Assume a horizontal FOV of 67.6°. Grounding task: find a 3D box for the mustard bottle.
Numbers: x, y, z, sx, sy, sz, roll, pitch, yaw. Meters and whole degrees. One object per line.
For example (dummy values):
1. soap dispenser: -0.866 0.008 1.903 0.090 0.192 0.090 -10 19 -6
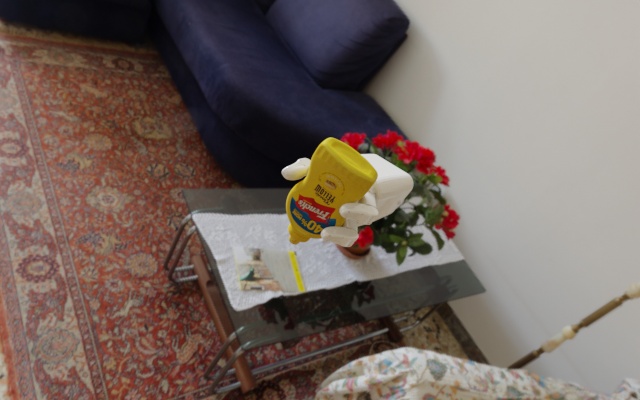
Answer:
1. mustard bottle: 0.000 0.002 0.735 0.096 0.192 0.058 37 36 3
